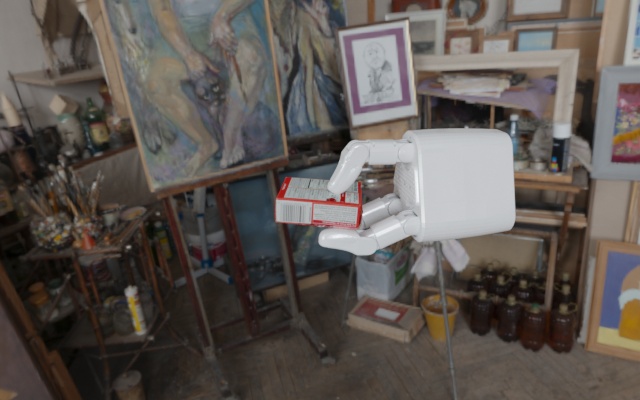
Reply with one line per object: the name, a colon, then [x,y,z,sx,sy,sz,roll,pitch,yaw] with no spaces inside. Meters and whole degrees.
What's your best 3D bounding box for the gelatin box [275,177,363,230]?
gelatin box: [0.000,0.001,0.514,0.089,0.030,0.073,5,21,2]
